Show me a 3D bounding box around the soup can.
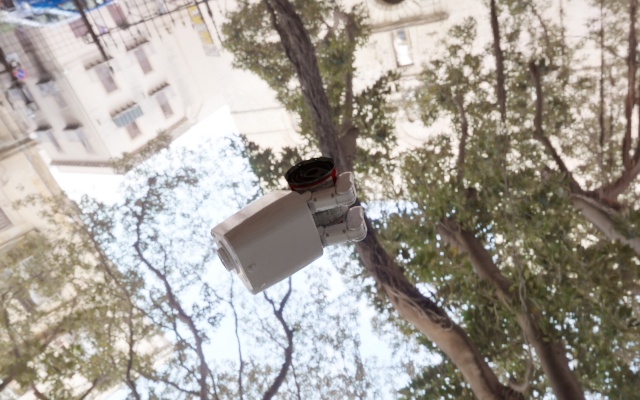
[{"bbox_3d":[0.001,0.002,0.642,0.068,0.102,0.068,-14,29,8],"label":"soup can"}]
